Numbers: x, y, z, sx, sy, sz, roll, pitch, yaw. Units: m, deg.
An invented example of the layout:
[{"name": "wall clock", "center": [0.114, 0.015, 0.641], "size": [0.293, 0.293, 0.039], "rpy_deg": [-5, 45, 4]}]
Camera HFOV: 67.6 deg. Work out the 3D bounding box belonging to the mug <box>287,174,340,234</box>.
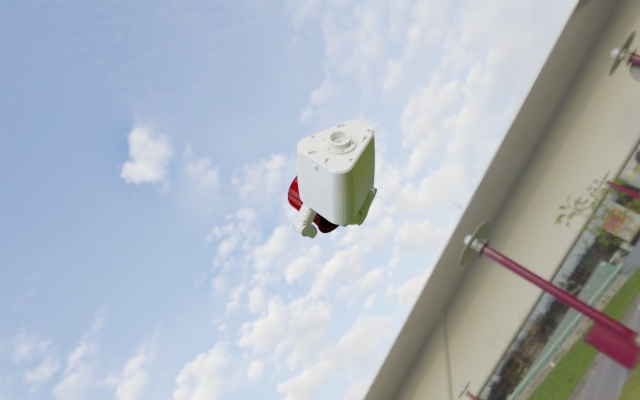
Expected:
[{"name": "mug", "center": [0.000, 0.003, 0.804], "size": [0.081, 0.117, 0.093], "rpy_deg": [35, 58, 29]}]
